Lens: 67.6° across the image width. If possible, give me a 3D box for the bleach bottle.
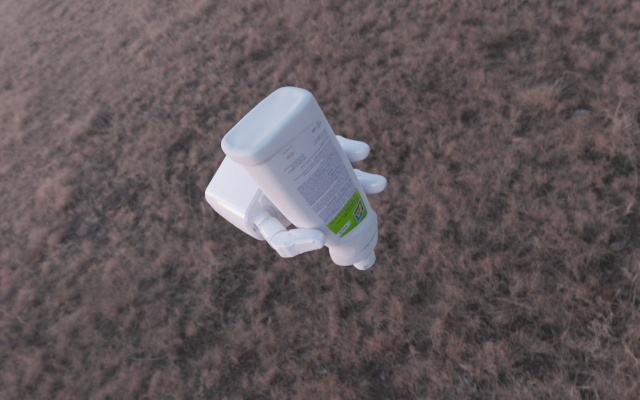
[{"bbox_3d":[0.000,0.002,0.534,0.068,0.102,0.251,26,-24,46],"label":"bleach bottle"}]
